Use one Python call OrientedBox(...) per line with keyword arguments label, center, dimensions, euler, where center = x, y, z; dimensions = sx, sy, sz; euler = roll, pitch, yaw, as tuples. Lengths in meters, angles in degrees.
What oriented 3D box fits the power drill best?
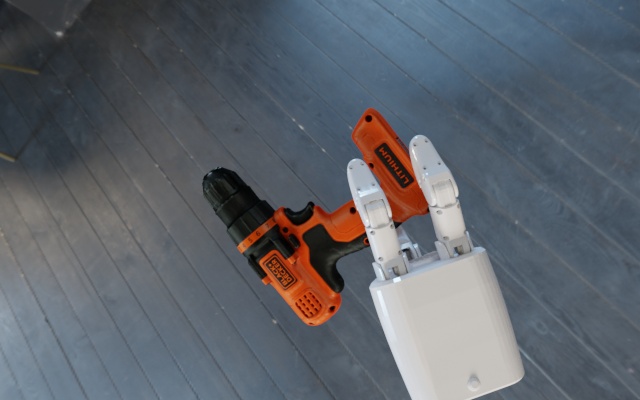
OrientedBox(label="power drill", center=(0.001, 0.001, 0.450), dimensions=(0.188, 0.184, 0.057), euler=(-39, 2, 17))
